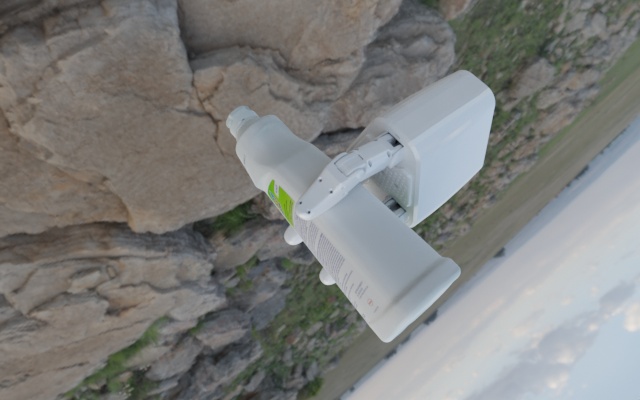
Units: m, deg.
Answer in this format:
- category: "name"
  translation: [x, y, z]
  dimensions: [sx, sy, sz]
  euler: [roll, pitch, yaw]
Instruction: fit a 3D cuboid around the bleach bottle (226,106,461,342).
- category: "bleach bottle"
  translation: [0.000, 0.001, 0.419]
  dimensions: [0.068, 0.250, 0.103]
  euler: [-34, -20, -23]
